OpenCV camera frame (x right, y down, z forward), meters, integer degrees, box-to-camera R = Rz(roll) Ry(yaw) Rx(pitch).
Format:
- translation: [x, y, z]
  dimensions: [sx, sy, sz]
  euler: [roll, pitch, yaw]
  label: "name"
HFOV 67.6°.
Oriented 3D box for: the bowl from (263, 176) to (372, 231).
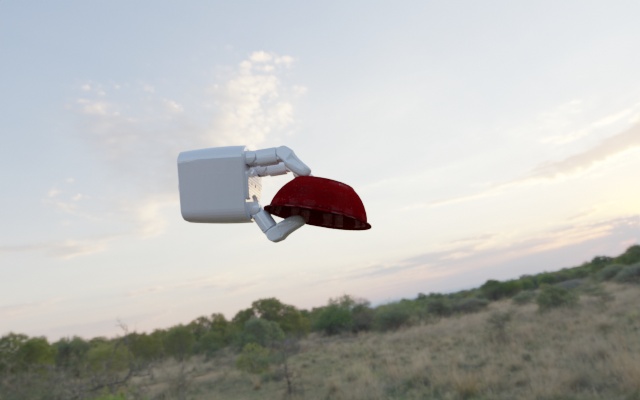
- translation: [0.002, 0.002, 0.705]
  dimensions: [0.162, 0.055, 0.162]
  euler: [10, -11, 2]
  label: "bowl"
